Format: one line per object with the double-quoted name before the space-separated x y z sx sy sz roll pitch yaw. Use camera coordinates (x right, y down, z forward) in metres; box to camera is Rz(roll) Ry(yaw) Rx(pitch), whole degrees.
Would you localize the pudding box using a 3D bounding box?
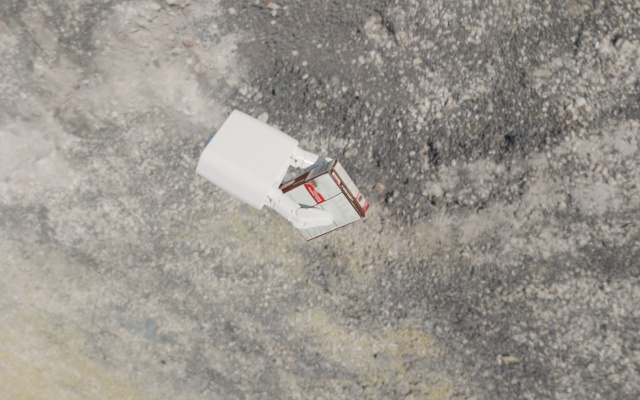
"pudding box" 0.000 0.002 0.697 0.113 0.090 0.039 -24 23 35
